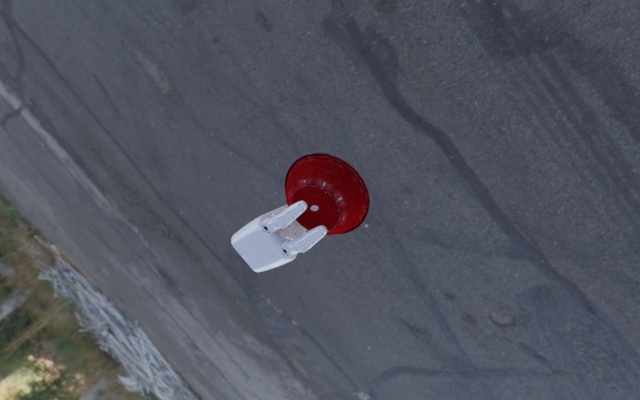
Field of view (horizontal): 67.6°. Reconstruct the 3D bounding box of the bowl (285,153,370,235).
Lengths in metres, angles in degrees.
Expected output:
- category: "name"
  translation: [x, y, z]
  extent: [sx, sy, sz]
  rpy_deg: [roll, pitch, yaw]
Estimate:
- category: "bowl"
  translation: [0.001, 0.002, 0.820]
  extent: [0.162, 0.162, 0.055]
  rpy_deg: [0, 28, 26]
